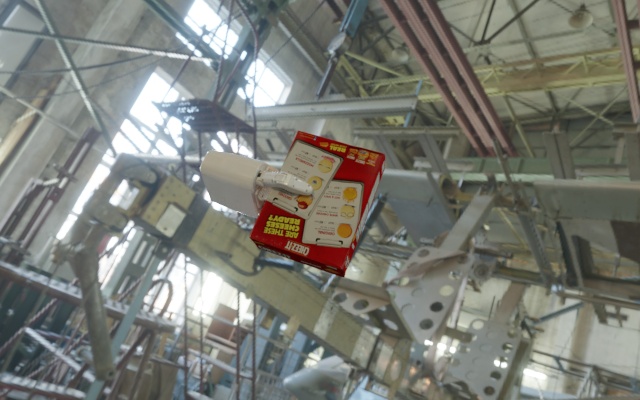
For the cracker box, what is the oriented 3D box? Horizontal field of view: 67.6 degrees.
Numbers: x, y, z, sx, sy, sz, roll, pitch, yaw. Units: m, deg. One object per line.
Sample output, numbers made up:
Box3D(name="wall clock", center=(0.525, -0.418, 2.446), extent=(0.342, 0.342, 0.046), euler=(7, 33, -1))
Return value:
Box3D(name="cracker box", center=(0.000, 0.002, 0.814), extent=(0.164, 0.213, 0.072), euler=(17, -19, 15))
